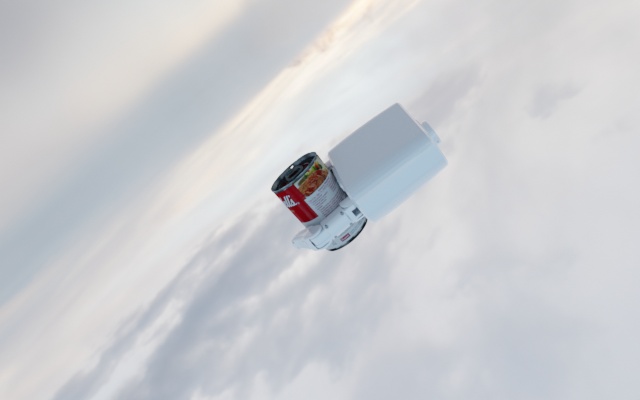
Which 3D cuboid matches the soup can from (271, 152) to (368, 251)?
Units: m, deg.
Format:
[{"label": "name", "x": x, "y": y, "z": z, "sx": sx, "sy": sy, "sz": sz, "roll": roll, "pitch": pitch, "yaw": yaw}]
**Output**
[{"label": "soup can", "x": 0.000, "y": 0.002, "z": 0.565, "sx": 0.068, "sy": 0.102, "sz": 0.068, "roll": -36, "pitch": 19, "yaw": 15}]
